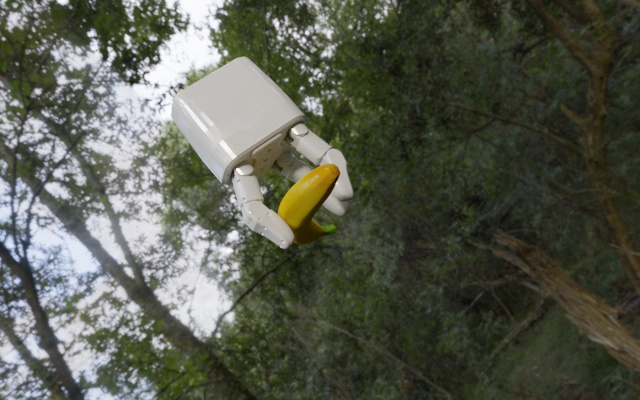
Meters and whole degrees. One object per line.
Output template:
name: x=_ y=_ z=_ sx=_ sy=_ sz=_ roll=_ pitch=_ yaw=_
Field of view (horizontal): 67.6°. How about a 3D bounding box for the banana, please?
banana: x=-0.016 y=0.012 z=0.519 sx=0.069 sy=0.037 sz=0.198 roll=-31 pitch=-15 yaw=-10
